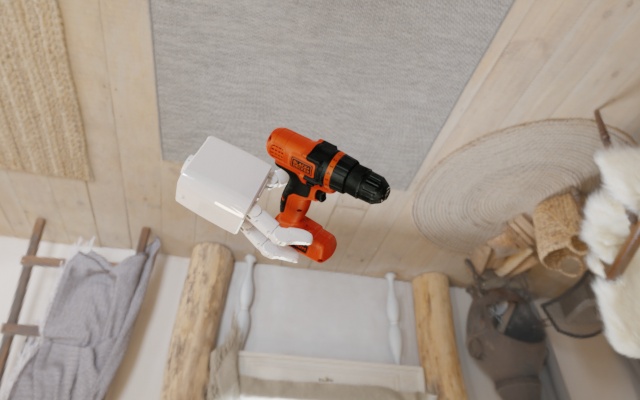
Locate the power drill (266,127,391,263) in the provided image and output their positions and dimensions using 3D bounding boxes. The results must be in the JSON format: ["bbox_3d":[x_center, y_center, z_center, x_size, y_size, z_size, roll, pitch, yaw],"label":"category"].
[{"bbox_3d":[0.000,0.002,0.687,0.184,0.188,0.057,29,44,19],"label":"power drill"}]
